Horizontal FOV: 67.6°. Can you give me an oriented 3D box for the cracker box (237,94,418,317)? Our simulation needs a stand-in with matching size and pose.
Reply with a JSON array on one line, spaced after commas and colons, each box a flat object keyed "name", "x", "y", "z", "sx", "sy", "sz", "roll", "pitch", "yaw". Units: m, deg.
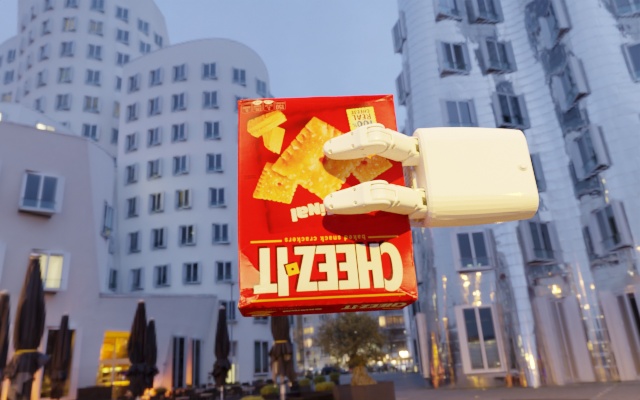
[{"name": "cracker box", "x": 0.000, "y": 0.001, "z": 0.479, "sx": 0.164, "sy": 0.213, "sz": 0.072, "roll": -2, "pitch": -20, "yaw": -4}]
